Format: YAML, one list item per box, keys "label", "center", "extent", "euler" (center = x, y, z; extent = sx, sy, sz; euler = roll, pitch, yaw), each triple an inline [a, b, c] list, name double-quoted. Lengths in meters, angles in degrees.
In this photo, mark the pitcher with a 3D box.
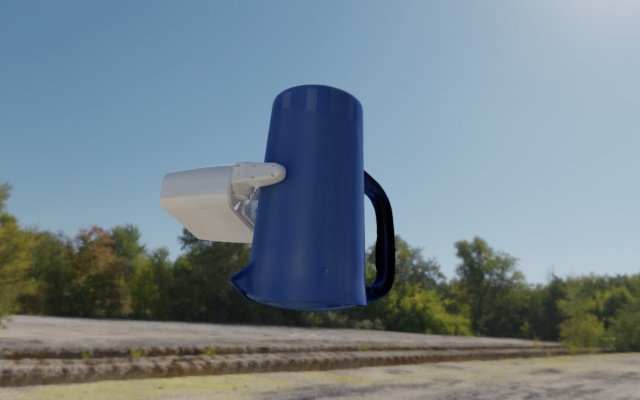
- label: "pitcher"
  center: [0.000, 0.002, 0.543]
  extent: [0.145, 0.242, 0.149]
  euler: [-2, -15, 24]
